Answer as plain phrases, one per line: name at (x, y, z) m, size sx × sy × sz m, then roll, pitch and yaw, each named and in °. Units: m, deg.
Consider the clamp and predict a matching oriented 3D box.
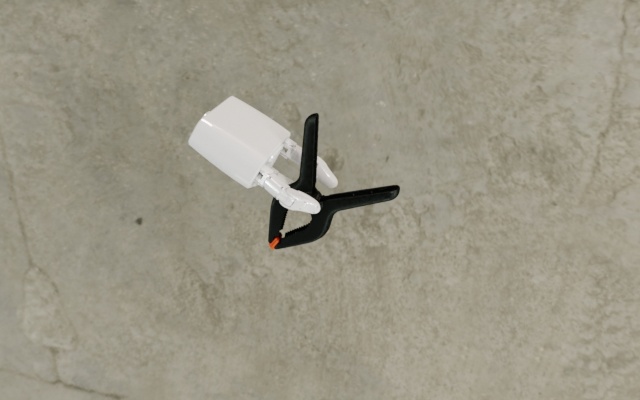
clamp at (-0.001, 0.003, 0.693) m, size 0.164 × 0.210 × 0.036 m, roll 35°, pitch 24°, yaw 0°
